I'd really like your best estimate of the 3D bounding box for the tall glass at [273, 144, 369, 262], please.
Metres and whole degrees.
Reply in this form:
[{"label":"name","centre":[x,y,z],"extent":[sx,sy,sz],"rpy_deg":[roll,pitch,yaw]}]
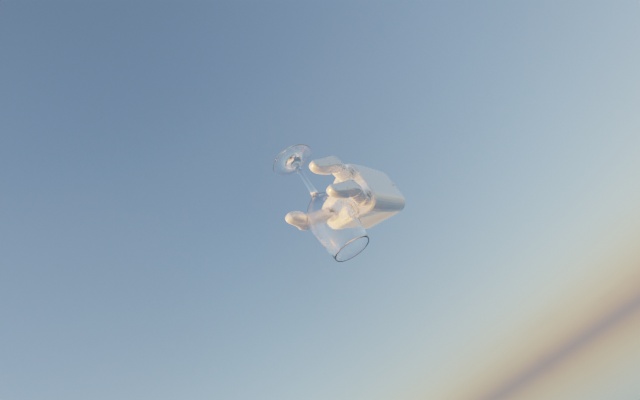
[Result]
[{"label":"tall glass","centre":[0.000,0.002,0.776],"extent":[0.079,0.201,0.079],"rpy_deg":[-25,-30,-16]}]
